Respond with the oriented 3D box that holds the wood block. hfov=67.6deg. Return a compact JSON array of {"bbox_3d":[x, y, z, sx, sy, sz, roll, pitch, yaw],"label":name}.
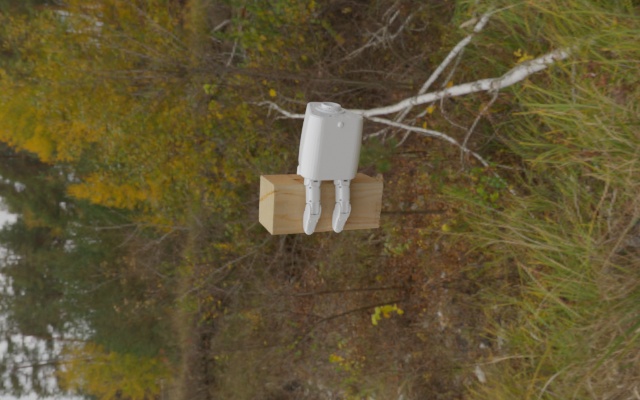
[{"bbox_3d":[0.000,0.002,0.874,0.206,0.090,0.090,-2,15,-22],"label":"wood block"}]
